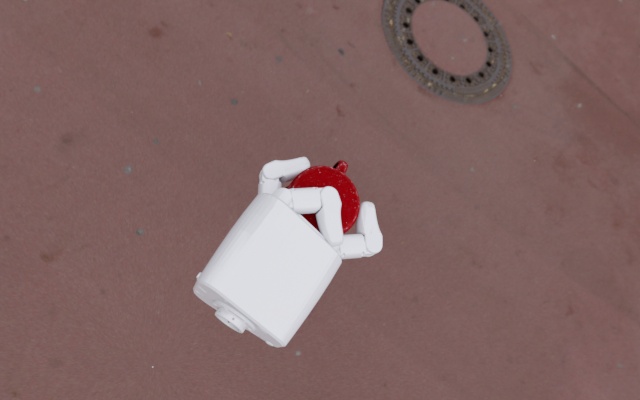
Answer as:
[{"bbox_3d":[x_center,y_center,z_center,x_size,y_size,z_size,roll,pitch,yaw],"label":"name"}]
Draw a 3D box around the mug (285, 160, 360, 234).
[{"bbox_3d":[0.001,0.001,0.550,0.093,0.117,0.081,35,-25,-5],"label":"mug"}]
